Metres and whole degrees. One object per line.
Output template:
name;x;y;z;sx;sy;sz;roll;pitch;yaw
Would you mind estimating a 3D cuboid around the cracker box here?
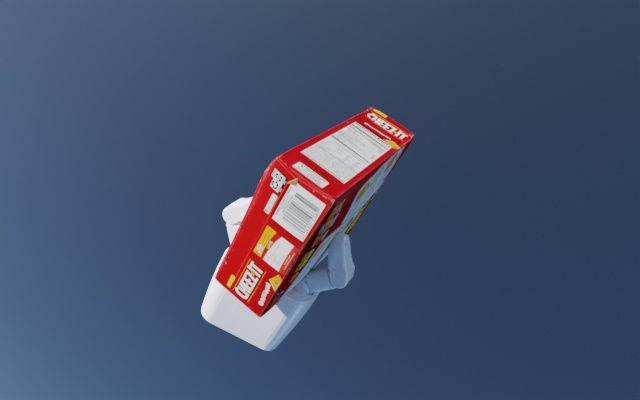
cracker box;0.000;0.002;0.509;0.072;0.164;0.213;38;34;10
